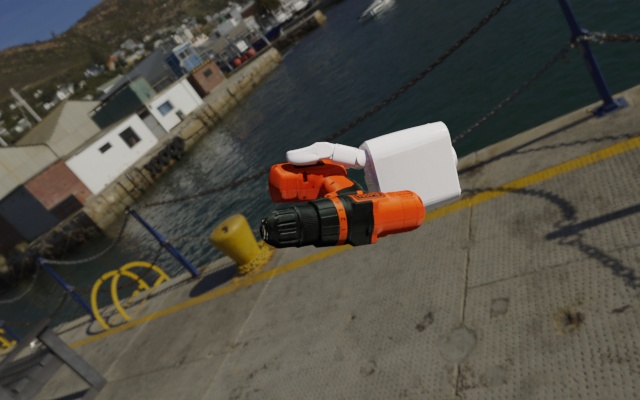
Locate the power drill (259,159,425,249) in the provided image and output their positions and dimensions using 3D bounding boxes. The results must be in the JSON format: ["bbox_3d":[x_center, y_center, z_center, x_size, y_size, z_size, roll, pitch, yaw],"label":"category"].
[{"bbox_3d":[0.000,0.002,0.563,0.184,0.057,0.187,-5,20,-22],"label":"power drill"}]
